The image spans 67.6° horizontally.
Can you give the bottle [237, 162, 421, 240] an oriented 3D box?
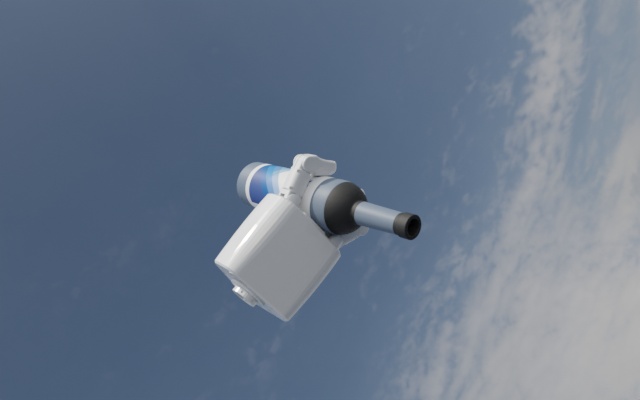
[{"bbox_3d":[0.000,0.002,0.601,0.069,0.069,0.295,0,10,-42],"label":"bottle"}]
